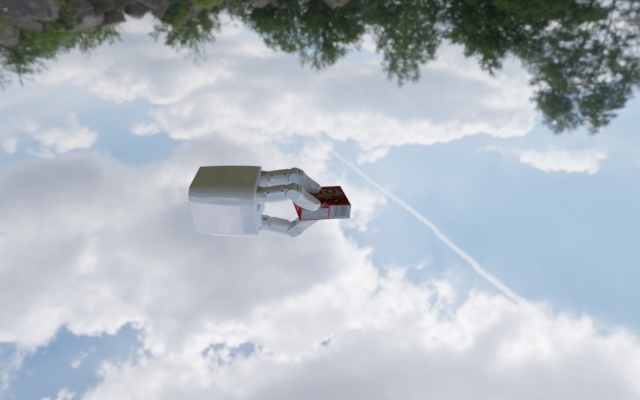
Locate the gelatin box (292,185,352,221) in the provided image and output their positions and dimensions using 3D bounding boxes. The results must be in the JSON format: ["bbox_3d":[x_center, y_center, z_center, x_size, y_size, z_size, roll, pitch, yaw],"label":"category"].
[{"bbox_3d":[0.000,0.003,0.804,0.089,0.030,0.073,-2,27,-13],"label":"gelatin box"}]
